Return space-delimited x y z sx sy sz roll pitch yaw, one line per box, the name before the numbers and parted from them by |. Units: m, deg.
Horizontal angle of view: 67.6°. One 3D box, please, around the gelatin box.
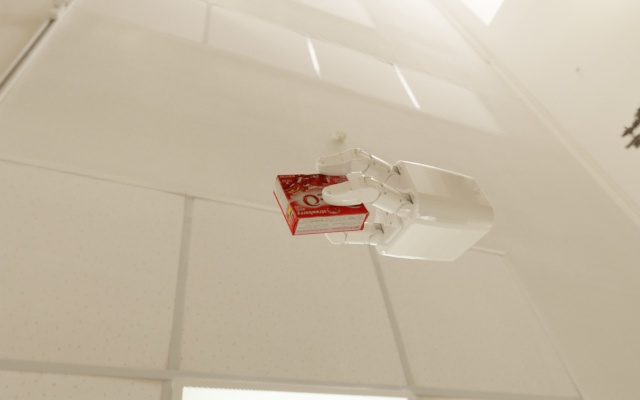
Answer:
gelatin box | 0.000 0.002 0.536 0.089 0.030 0.073 -3 42 -24
